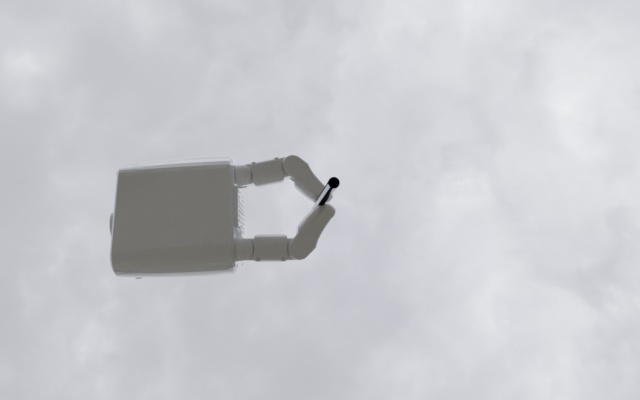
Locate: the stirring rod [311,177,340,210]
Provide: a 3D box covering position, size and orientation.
[{"bbox_3d":[0.000,0.001,0.437,0.011,0.011,0.239,0,-6,-4],"label":"stirring rod"}]
